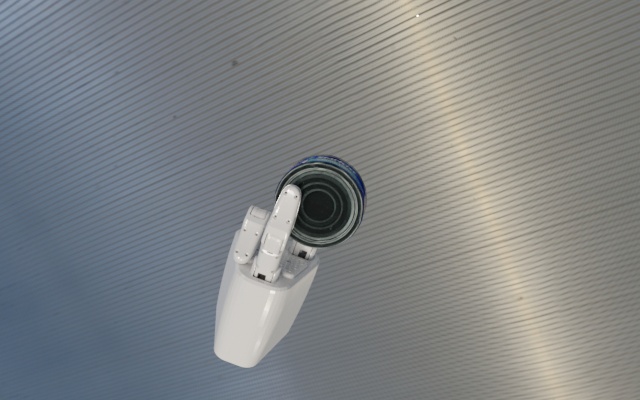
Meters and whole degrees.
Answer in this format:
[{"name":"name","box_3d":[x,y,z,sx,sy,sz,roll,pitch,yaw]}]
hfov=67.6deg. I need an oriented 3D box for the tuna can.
[{"name":"tuna can","box_3d":[0.000,0.002,0.452,0.086,0.086,0.033,0,16,9]}]
